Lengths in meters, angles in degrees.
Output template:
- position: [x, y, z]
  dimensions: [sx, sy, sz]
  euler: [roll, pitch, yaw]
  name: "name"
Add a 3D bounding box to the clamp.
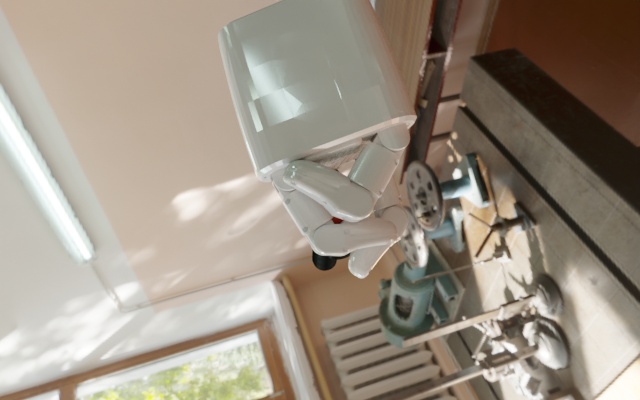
- position: [0.000, 0.002, 0.423]
  dimensions: [0.039, 0.120, 0.171]
  euler: [-21, -6, -13]
  name: "clamp"
